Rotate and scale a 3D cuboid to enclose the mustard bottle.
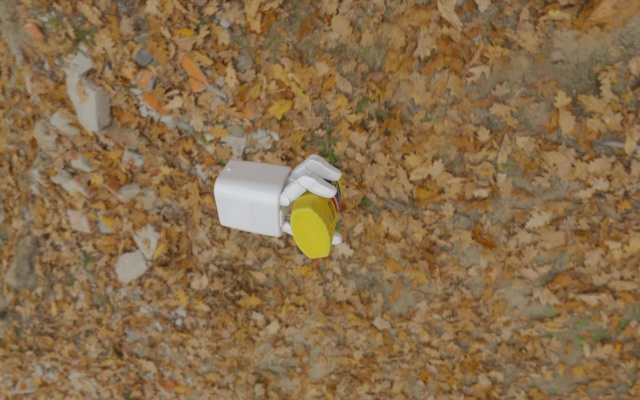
[{"bbox_3d":[0.000,0.003,0.794,0.058,0.096,0.191,-12,29,18],"label":"mustard bottle"}]
